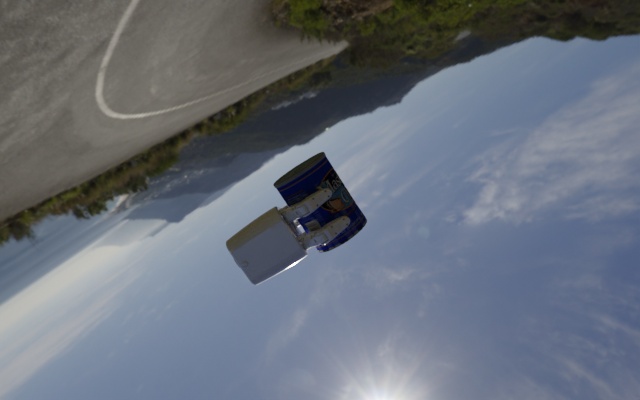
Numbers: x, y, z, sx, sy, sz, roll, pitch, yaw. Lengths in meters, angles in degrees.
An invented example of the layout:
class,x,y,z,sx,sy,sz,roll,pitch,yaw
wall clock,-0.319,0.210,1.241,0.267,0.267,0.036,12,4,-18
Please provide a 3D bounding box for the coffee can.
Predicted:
class,x,y,z,sx,sy,sz,roll,pitch,yaw
coffee can,0.000,0.002,0.818,0.103,0.140,0.102,-32,10,7
